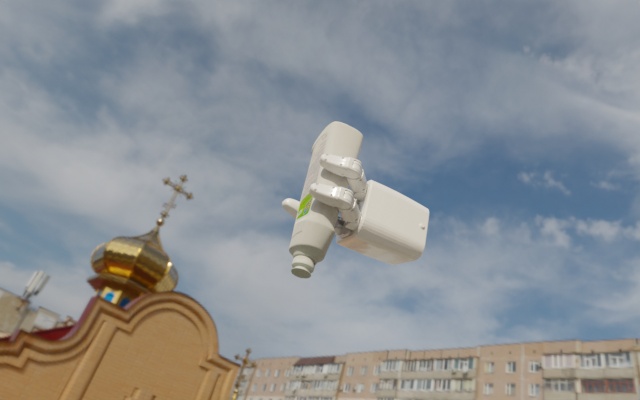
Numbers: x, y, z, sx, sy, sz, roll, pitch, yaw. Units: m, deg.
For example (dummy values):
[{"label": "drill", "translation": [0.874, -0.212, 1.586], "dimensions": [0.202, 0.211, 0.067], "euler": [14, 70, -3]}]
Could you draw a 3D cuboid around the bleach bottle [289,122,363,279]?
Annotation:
[{"label": "bleach bottle", "translation": [0.000, 0.002, 0.715], "dimensions": [0.068, 0.250, 0.103], "euler": [24, -35, -11]}]
